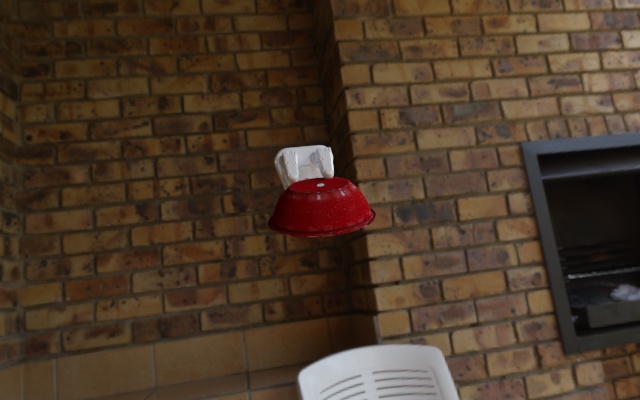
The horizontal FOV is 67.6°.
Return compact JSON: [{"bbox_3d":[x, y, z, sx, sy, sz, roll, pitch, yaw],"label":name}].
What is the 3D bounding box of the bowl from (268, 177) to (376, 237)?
[{"bbox_3d":[0.001,0.002,0.705,0.162,0.055,0.162,-4,16,1],"label":"bowl"}]
